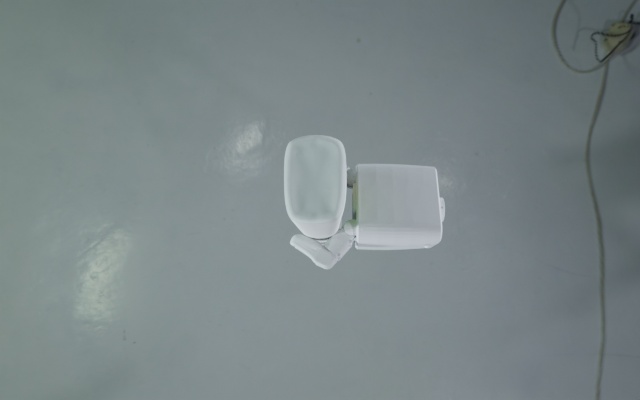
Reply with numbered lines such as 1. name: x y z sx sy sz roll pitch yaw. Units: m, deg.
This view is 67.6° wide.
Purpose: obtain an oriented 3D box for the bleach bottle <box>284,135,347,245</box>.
1. bleach bottle: 0.000 0.002 0.630 0.068 0.102 0.251 0 -11 3
